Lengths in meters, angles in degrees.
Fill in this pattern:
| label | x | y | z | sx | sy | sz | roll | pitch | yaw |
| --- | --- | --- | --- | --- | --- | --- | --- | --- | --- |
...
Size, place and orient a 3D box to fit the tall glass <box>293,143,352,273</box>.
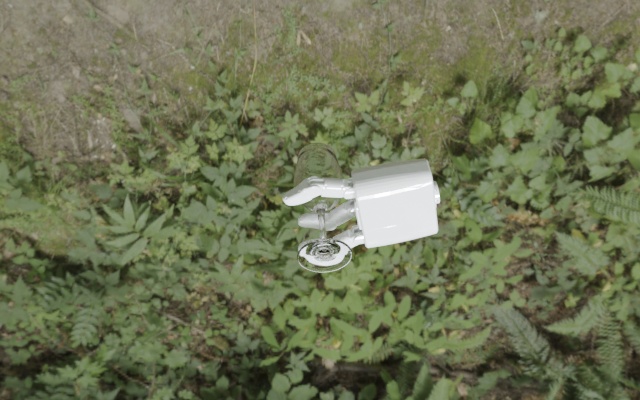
| label | x | y | z | sx | sy | sz | roll | pitch | yaw |
| --- | --- | --- | --- | --- | --- | --- | --- | --- | --- |
| tall glass | 0.000 | 0.003 | 0.704 | 0.079 | 0.200 | 0.079 | -3 | -43 | -3 |
